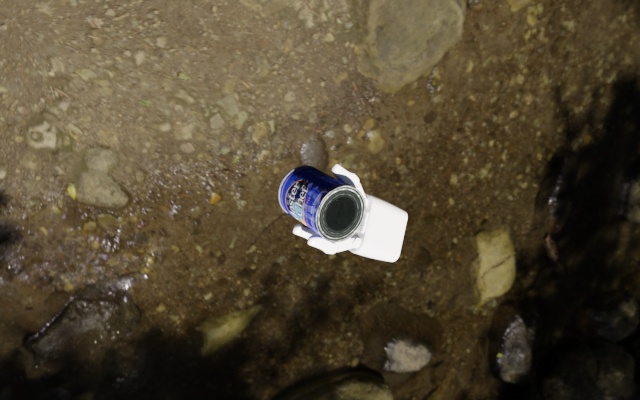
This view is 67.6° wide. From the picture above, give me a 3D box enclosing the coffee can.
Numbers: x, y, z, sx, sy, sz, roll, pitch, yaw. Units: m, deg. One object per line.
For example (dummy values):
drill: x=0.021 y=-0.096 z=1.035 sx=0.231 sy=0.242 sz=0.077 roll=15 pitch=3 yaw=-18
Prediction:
coffee can: x=0.000 y=0.003 z=0.863 sx=0.103 sy=0.103 sz=0.140 roll=0 pitch=18 yaw=-33
